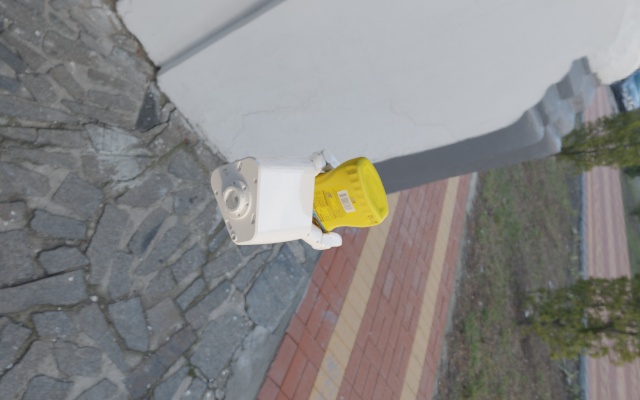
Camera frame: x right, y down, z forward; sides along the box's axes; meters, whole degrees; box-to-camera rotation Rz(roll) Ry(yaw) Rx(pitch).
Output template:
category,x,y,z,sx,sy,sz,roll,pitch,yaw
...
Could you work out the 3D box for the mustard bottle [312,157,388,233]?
category,x,y,z,sx,sy,sz,roll,pitch,yaw
mustard bottle,0.001,0.002,0.714,0.191,0.096,0.058,-13,18,36
